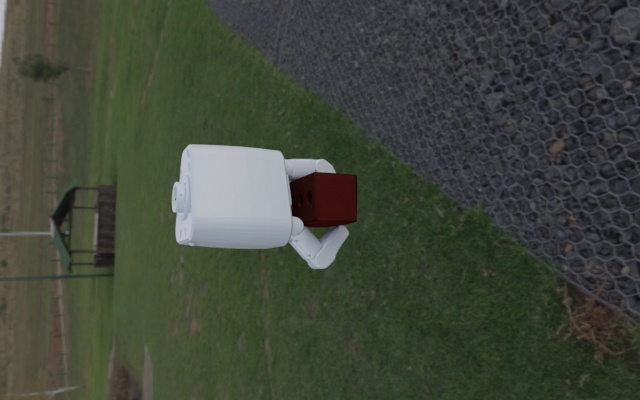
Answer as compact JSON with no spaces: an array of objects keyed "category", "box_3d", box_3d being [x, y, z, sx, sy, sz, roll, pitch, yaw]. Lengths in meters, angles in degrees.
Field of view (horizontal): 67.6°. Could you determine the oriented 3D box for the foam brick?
[{"category":"foam brick","box_3d":[0.000,0.002,0.535,0.051,0.053,0.078,4,-10,-26]}]
